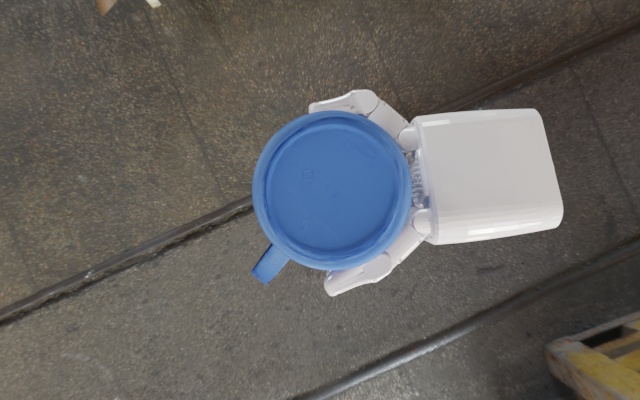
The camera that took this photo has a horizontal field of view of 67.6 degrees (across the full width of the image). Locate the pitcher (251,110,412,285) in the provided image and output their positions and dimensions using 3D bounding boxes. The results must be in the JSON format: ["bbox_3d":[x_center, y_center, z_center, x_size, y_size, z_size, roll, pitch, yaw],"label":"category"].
[{"bbox_3d":[0.000,0.001,0.430,0.145,0.149,0.243,-5,0,0],"label":"pitcher"}]
